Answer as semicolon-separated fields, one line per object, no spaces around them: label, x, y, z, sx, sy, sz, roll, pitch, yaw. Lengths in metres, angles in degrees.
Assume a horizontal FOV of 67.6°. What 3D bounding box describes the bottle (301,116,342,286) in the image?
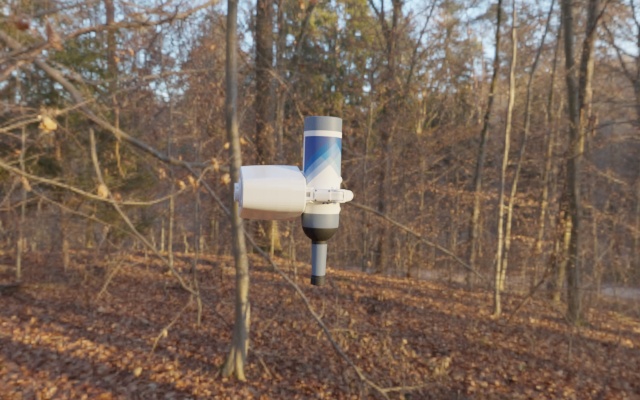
bottle;0.000;0.003;0.848;0.069;0.296;0.069;2;3;0
